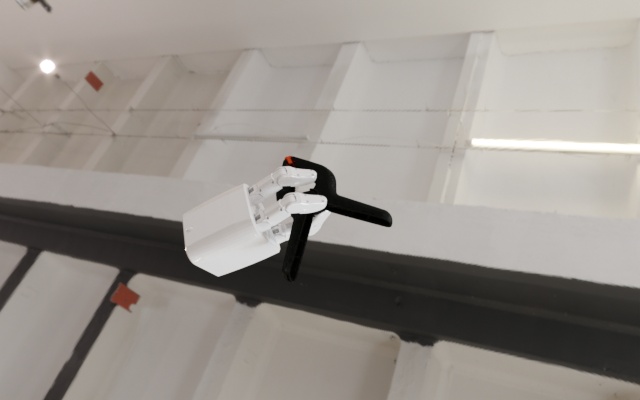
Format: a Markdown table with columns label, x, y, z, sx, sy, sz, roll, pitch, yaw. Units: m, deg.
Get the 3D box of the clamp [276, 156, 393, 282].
| label | x | y | z | sx | sy | sz | roll | pitch | yaw |
| --- | --- | --- | --- | --- | --- | --- | --- | --- | --- |
| clamp | 0.000 | 0.002 | 0.695 | 0.164 | 0.209 | 0.036 | -24 | -41 | 3 |
